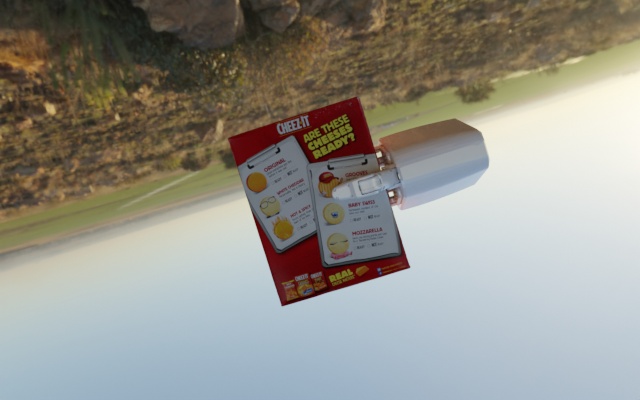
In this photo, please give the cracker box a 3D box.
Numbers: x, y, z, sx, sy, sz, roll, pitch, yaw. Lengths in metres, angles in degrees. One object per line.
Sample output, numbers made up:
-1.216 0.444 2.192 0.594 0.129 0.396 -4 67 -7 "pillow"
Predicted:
0.000 0.002 0.593 0.164 0.214 0.072 -17 3 2 "cracker box"
